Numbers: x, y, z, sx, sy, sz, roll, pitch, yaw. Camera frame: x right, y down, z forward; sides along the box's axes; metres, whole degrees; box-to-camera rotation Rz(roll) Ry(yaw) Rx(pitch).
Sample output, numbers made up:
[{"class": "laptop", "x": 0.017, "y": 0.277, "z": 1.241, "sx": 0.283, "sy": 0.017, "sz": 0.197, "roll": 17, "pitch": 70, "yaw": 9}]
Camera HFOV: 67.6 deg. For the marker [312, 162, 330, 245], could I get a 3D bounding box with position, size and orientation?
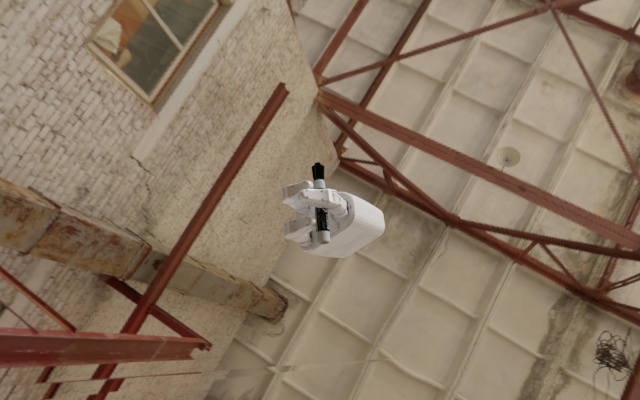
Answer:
[{"class": "marker", "x": 0.000, "y": 0.002, "z": 0.681, "sx": 0.020, "sy": 0.121, "sz": 0.020, "roll": -4, "pitch": -20, "yaw": -1}]
